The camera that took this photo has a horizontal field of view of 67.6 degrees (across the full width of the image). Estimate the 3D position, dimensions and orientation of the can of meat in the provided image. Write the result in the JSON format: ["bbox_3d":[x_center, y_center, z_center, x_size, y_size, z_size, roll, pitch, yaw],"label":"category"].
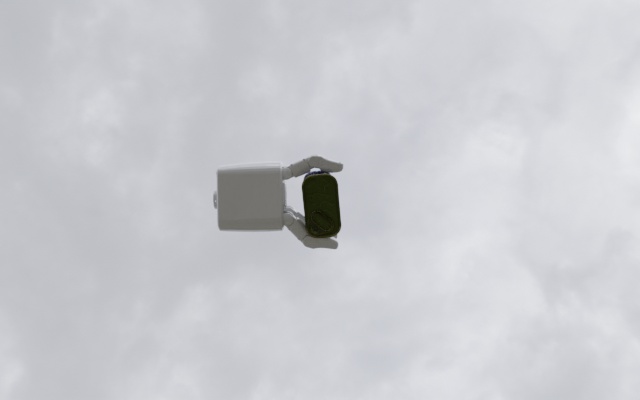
[{"bbox_3d":[0.000,0.002,0.789,0.057,0.102,0.084,-6,10,-2],"label":"can of meat"}]
